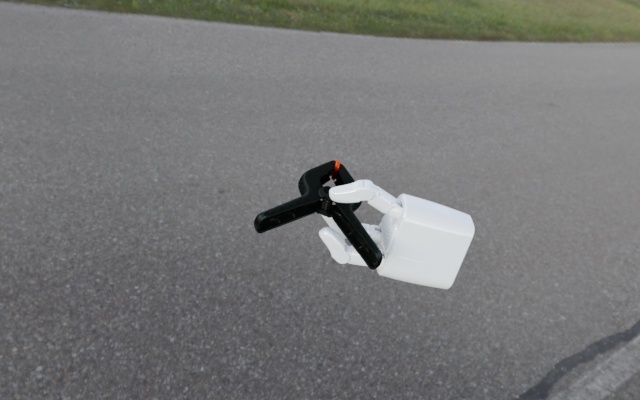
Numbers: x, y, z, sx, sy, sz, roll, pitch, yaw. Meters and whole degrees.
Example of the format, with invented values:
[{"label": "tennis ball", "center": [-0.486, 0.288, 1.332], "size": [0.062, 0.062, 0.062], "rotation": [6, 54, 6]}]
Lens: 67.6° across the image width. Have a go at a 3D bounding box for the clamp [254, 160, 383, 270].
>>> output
[{"label": "clamp", "center": [0.001, 0.001, 0.658], "size": [0.164, 0.036, 0.209], "rotation": [15, 34, -8]}]
